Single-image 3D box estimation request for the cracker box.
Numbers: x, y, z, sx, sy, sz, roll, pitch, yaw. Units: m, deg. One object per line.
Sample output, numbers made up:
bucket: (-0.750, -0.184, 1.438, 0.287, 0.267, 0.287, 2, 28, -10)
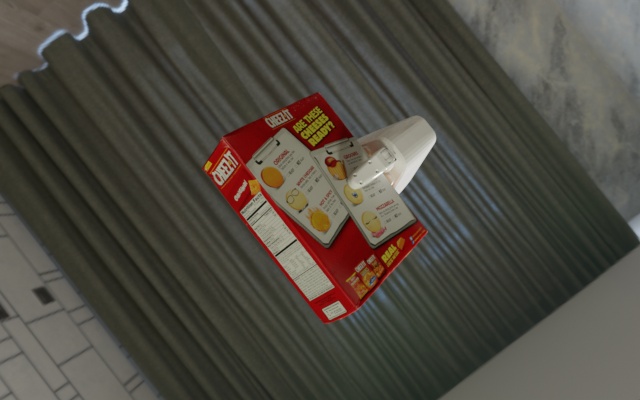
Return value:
cracker box: (0.000, 0.002, 0.533, 0.164, 0.213, 0.072, -37, -3, -45)
